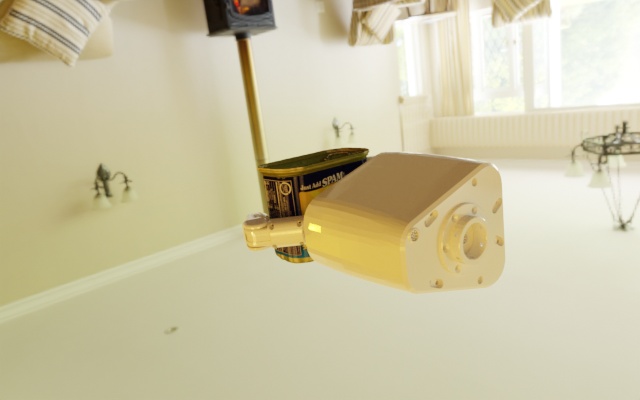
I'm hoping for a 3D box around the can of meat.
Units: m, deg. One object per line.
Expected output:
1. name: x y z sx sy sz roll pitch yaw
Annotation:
1. can of meat: 0.000 0.002 0.436 0.102 0.084 0.057 -17 16 -35
